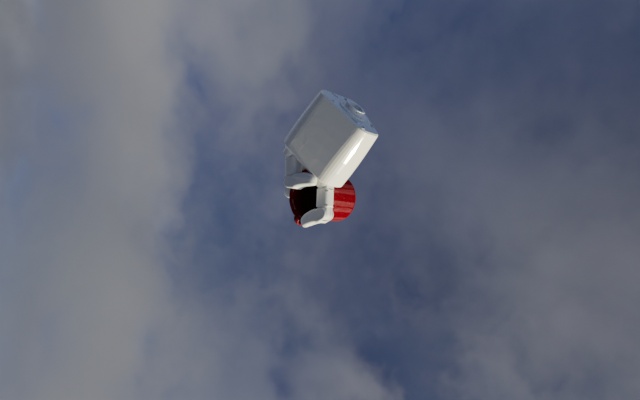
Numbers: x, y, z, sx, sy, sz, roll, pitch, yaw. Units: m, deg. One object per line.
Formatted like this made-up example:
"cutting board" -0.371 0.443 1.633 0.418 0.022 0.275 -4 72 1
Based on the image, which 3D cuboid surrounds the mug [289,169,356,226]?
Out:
"mug" 0.000 0.004 0.831 0.081 0.093 0.117 4 -48 -48
